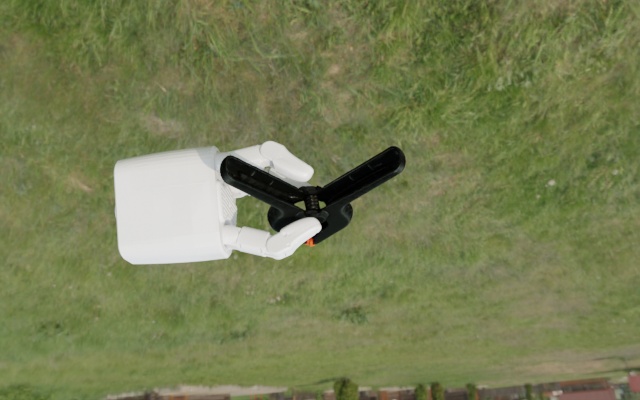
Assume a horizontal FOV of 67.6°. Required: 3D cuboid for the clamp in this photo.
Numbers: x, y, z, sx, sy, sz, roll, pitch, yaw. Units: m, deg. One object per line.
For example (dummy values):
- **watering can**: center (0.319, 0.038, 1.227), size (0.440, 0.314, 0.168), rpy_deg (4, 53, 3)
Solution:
- **clamp**: center (0.000, 0.003, 0.501), size (0.164, 0.036, 0.210), rpy_deg (-5, -23, 2)
